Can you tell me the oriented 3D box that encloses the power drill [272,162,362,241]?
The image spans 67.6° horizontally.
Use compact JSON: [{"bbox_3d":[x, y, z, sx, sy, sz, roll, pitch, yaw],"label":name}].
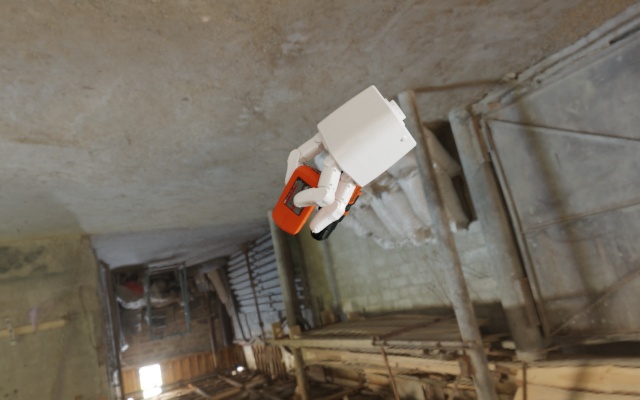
[{"bbox_3d":[0.000,0.002,0.792,0.057,0.184,0.187,36,22,19],"label":"power drill"}]
